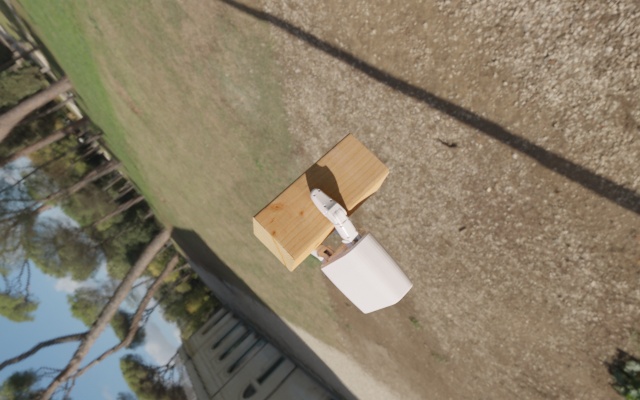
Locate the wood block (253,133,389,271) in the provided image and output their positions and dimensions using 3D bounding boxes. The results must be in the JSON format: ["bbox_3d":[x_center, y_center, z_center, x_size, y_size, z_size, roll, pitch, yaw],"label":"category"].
[{"bbox_3d":[0.000,0.003,0.752,0.206,0.090,0.091,-42,-9,-18],"label":"wood block"}]
